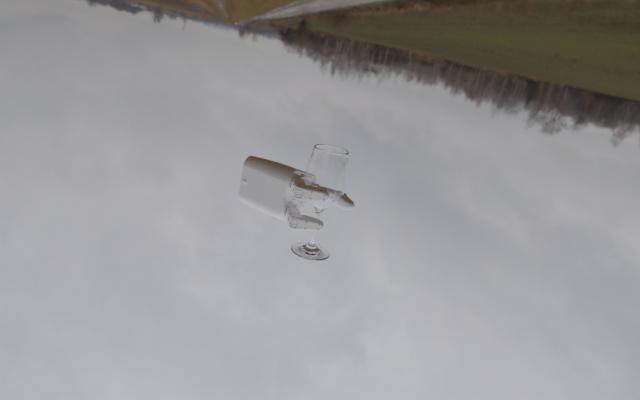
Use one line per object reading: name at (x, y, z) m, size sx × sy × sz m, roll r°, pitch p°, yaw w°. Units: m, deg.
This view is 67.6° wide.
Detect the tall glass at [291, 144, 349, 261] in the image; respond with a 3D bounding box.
tall glass at (0.000, 0.003, 0.862) m, size 0.079 × 0.201 × 0.079 m, roll 11°, pitch 18°, yaw -4°
